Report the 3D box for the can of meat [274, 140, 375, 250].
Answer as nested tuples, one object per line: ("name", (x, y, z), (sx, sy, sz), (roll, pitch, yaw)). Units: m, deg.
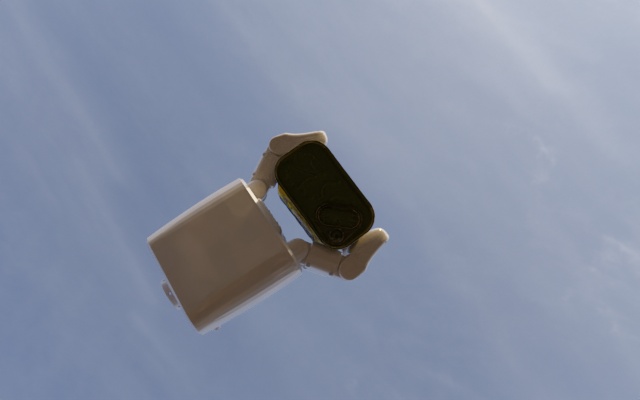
("can of meat", (0.000, 0.001, 0.470), (0.057, 0.102, 0.084), (-36, -6, -11))
